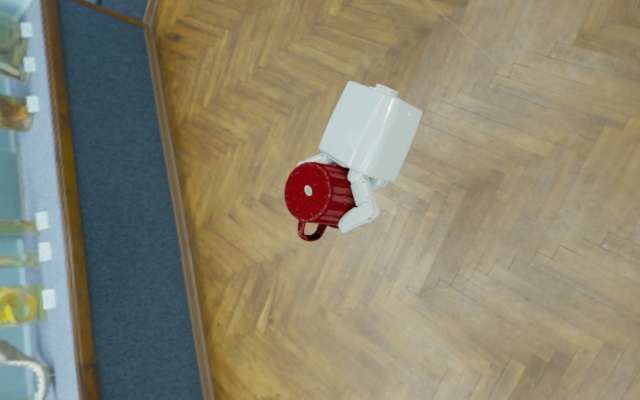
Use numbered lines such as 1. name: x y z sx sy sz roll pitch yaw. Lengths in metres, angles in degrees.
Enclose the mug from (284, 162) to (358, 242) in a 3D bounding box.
1. mug: -0.001 0.003 0.658 0.093 0.117 0.081 31 14 35
